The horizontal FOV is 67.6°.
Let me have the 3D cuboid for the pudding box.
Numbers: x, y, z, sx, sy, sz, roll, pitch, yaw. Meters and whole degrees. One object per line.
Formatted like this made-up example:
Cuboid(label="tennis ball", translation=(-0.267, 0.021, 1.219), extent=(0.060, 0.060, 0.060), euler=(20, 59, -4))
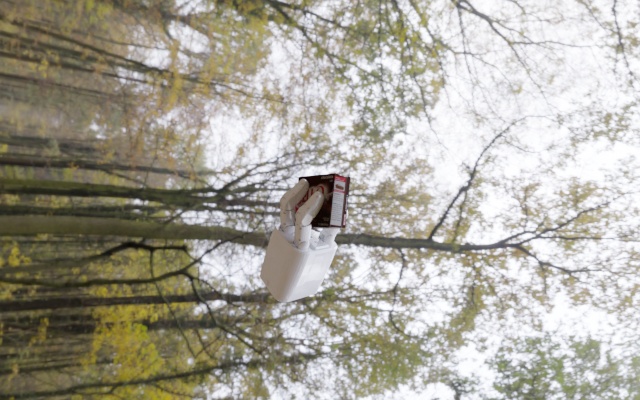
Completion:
Cuboid(label="pudding box", translation=(0.000, 0.003, 0.813), extent=(0.039, 0.090, 0.113), euler=(9, -6, -37))
